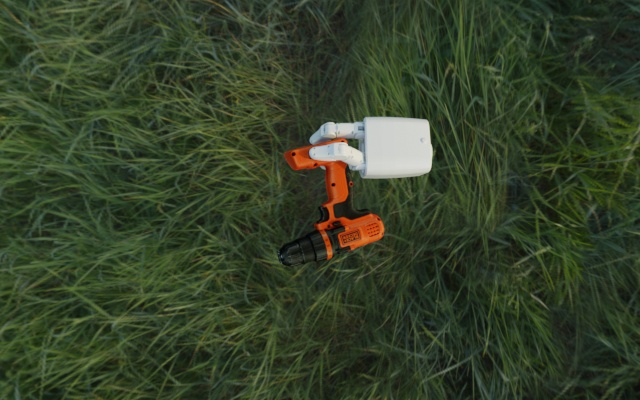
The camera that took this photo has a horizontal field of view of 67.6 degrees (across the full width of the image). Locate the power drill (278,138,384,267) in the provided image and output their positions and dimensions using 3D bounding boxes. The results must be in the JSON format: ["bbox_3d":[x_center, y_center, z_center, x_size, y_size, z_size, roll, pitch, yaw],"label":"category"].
[{"bbox_3d":[0.000,0.002,0.784,0.184,0.187,0.057,-17,6,-17],"label":"power drill"}]
